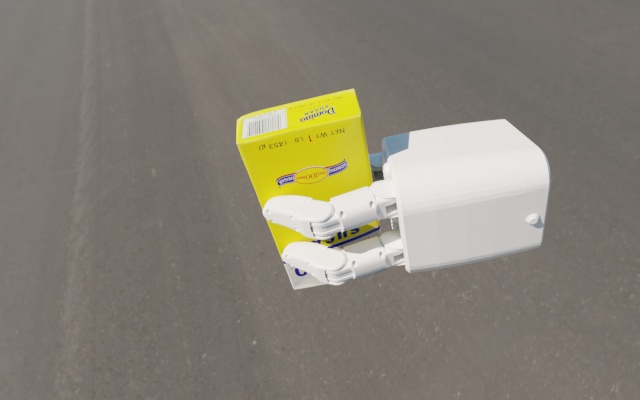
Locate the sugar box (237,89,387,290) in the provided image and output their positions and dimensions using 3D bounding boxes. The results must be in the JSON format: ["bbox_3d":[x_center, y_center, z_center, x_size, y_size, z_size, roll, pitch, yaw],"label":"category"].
[{"bbox_3d":[0.000,0.002,0.402,0.093,0.176,0.048,-12,40,5],"label":"sugar box"}]
